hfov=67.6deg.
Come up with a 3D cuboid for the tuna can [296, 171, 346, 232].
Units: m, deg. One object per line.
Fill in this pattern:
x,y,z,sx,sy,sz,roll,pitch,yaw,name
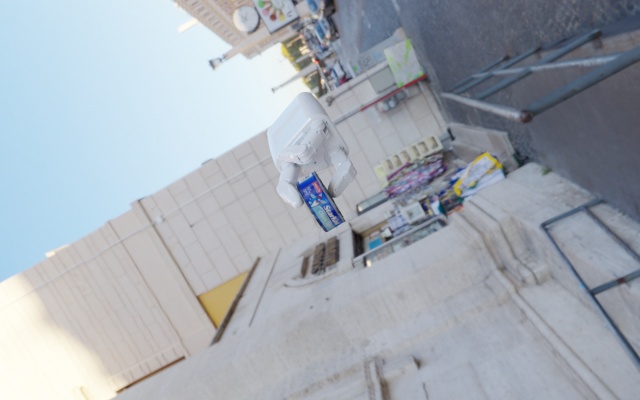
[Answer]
0.000,0.003,0.684,0.034,0.086,0.086,-32,-2,3,tuna can
